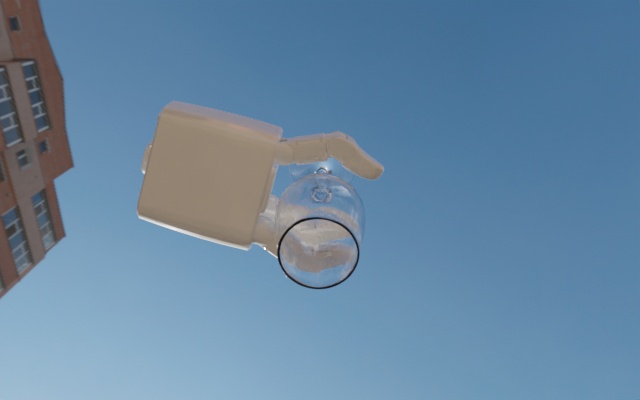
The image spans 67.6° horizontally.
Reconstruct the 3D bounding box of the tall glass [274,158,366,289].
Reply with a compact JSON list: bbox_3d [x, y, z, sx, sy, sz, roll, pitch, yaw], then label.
[{"bbox_3d":[0.000,0.001,0.446,0.079,0.079,0.201,0,23,1],"label":"tall glass"}]
